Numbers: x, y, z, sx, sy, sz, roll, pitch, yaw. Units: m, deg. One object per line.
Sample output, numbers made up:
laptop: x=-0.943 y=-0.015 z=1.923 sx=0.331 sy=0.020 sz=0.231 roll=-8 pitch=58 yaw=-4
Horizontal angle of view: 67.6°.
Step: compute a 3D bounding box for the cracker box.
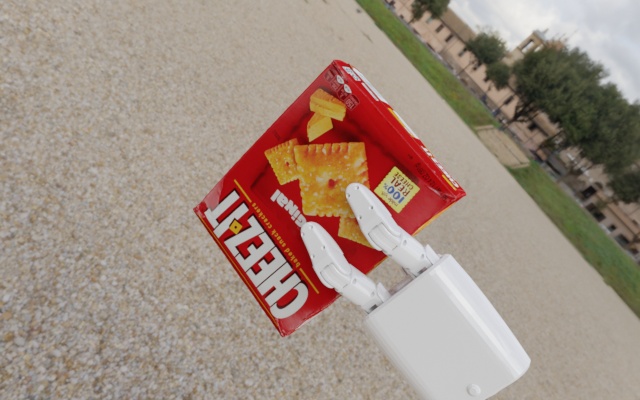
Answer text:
cracker box: x=0.000 y=0.001 z=0.458 sx=0.214 sy=0.164 sz=0.072 roll=-43 pitch=-14 yaw=20
